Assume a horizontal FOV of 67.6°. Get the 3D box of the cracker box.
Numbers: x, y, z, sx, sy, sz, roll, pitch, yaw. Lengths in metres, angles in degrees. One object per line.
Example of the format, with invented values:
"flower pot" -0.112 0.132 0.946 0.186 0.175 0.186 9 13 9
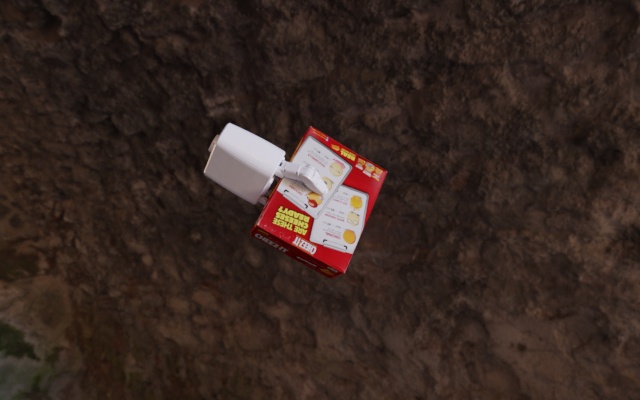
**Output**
"cracker box" 0.000 0.003 0.829 0.164 0.213 0.072 30 -26 -8
